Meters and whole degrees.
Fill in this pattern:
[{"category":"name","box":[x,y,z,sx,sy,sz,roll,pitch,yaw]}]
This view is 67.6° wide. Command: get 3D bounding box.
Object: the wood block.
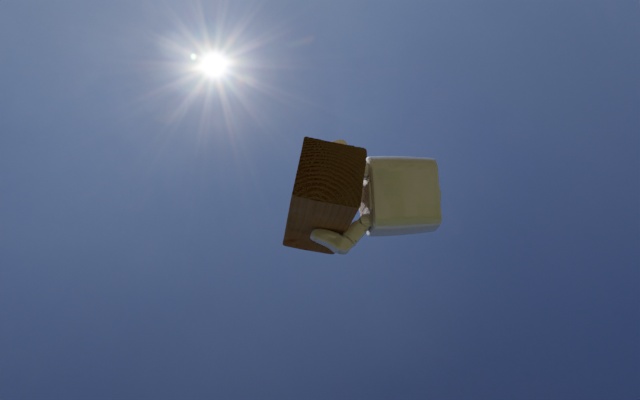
[{"category":"wood block","box":[0.000,0.003,0.711,0.090,0.090,0.206,11,-25,-3]}]
